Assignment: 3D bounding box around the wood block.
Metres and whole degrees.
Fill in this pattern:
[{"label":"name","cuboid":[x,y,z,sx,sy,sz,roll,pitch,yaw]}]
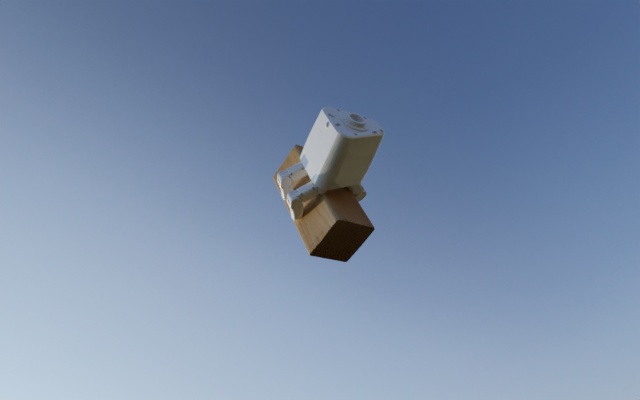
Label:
[{"label":"wood block","cuboid":[0.001,0.003,0.871,0.091,0.090,0.206,15,33,-38]}]
